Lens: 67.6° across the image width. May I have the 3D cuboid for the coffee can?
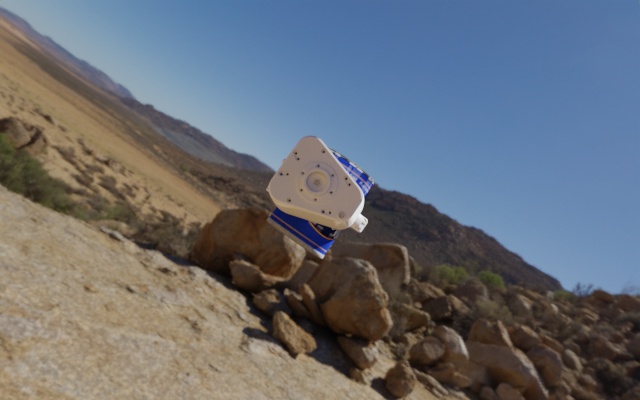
[{"bbox_3d":[0.000,0.003,0.725,0.103,0.140,0.103,35,-4,3],"label":"coffee can"}]
